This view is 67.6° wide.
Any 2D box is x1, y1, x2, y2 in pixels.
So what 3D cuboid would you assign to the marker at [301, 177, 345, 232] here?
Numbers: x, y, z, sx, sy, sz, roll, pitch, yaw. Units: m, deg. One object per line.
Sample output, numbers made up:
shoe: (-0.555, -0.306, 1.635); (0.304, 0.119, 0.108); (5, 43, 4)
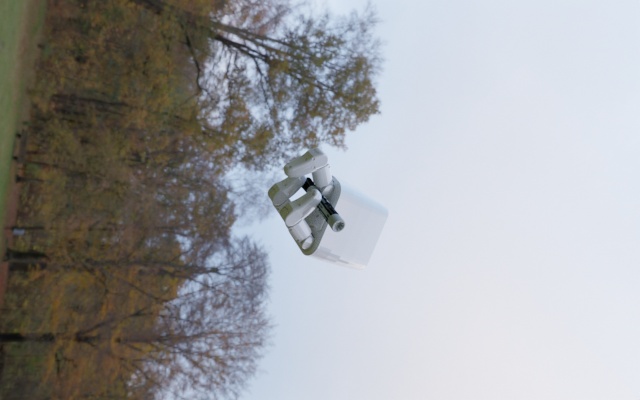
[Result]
marker: (0.000, 0.002, 0.639); (0.020, 0.020, 0.121); (0, 30, -26)
